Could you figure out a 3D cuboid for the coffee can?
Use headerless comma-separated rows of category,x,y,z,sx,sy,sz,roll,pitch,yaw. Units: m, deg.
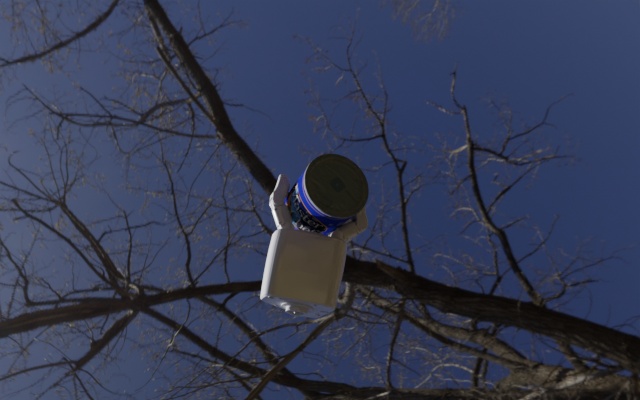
coffee can,0.000,0.002,0.760,0.103,0.102,0.140,0,-22,-23
